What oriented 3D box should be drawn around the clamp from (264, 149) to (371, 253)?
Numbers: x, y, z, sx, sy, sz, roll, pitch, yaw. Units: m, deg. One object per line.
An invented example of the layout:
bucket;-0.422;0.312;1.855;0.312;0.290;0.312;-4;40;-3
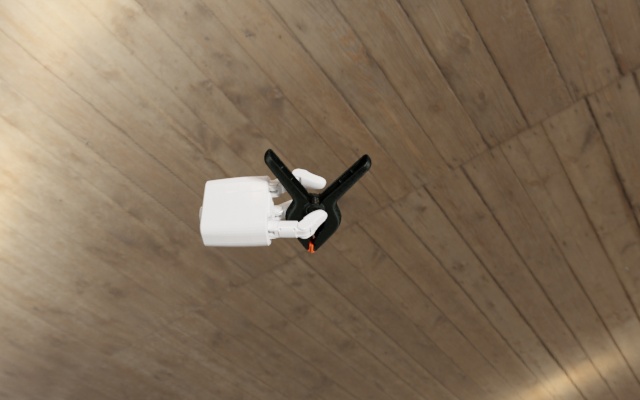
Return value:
clamp;0.000;0.004;0.787;0.164;0.210;0.036;-2;39;2
